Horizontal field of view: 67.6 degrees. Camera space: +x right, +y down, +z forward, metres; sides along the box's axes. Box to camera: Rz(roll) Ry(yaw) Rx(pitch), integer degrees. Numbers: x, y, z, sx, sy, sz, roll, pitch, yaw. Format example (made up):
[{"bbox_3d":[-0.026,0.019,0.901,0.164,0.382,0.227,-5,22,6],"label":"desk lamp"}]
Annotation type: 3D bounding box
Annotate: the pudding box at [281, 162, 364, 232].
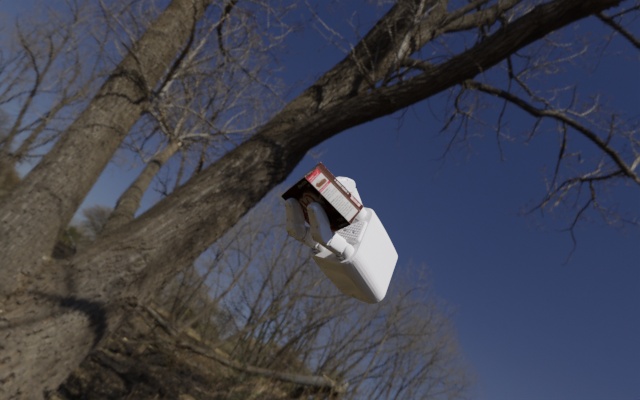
[{"bbox_3d":[0.000,0.002,0.681,0.039,0.090,0.113,-48,6,-26],"label":"pudding box"}]
